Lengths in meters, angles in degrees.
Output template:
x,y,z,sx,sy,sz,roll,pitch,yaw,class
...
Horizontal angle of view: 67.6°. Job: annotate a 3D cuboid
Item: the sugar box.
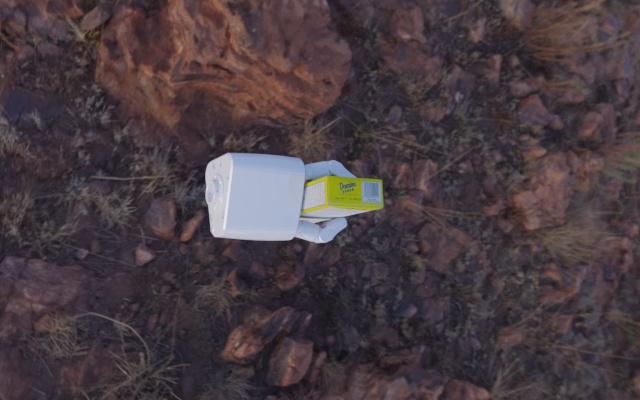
x,y,z,sx,sy,sz,roll,pitch,yaw,class
0.000,0.002,0.690,0.093,0.048,0.176,4,-8,-33,sugar box
